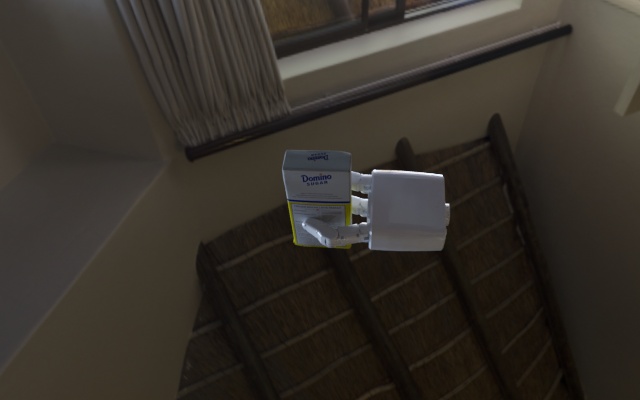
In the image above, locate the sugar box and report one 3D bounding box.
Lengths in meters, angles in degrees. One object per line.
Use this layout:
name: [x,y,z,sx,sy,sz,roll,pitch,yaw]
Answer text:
sugar box: [0.000,0.002,0.704,0.093,0.048,0.176,3,-43,5]
